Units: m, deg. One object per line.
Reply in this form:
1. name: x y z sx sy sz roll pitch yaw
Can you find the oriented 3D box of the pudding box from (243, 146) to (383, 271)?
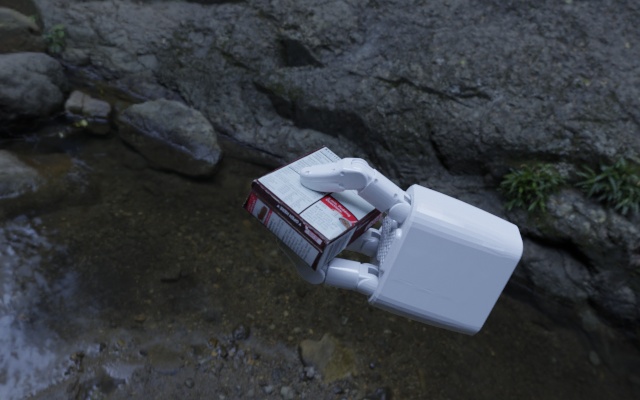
1. pudding box: 0.000 0.001 0.442 0.090 0.039 0.113 39 38 17
